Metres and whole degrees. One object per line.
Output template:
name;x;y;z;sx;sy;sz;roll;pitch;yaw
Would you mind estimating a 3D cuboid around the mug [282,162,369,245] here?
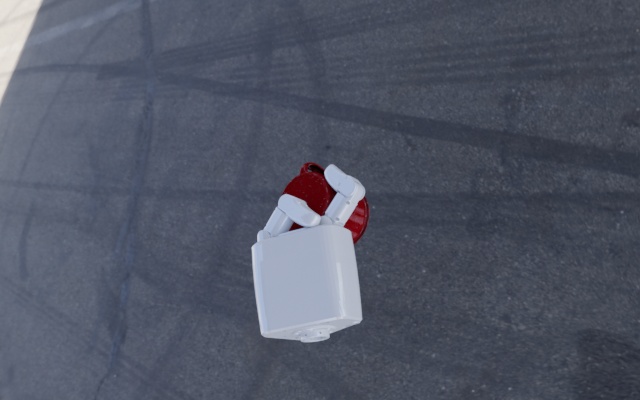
mug;0.000;0.001;0.614;0.093;0.117;0.081;-25;-30;29
